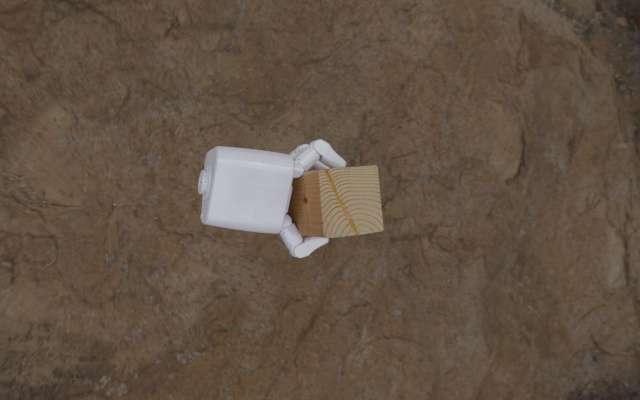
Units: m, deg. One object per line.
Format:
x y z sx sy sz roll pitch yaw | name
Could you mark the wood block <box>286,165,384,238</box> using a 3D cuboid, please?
0.000 0.003 0.713 0.090 0.091 0.206 -6 2 -23 | wood block
